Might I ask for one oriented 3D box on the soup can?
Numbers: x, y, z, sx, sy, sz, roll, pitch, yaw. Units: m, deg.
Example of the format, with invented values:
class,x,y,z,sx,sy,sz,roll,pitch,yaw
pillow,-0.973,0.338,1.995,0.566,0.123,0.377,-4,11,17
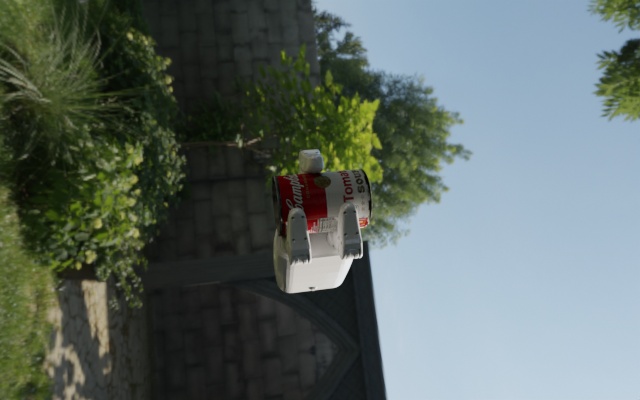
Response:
class,x,y,z,sx,sy,sz,roll,pitch,yaw
soup can,0.000,0.001,0.535,0.102,0.068,0.068,-5,1,-9
